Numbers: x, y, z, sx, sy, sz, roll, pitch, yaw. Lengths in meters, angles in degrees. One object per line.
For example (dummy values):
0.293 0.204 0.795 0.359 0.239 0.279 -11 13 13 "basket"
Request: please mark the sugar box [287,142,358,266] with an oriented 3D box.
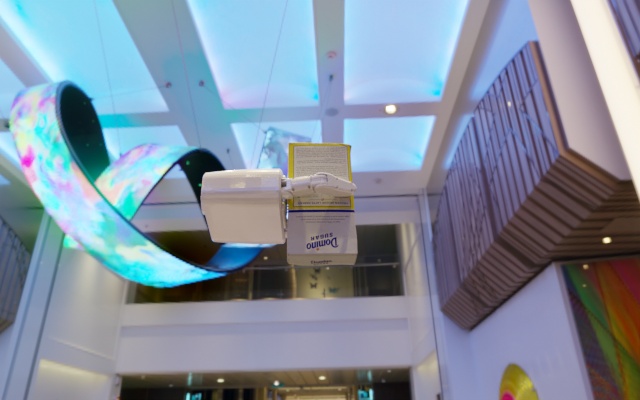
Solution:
0.000 0.002 0.667 0.093 0.176 0.048 1 -26 -2 "sugar box"
